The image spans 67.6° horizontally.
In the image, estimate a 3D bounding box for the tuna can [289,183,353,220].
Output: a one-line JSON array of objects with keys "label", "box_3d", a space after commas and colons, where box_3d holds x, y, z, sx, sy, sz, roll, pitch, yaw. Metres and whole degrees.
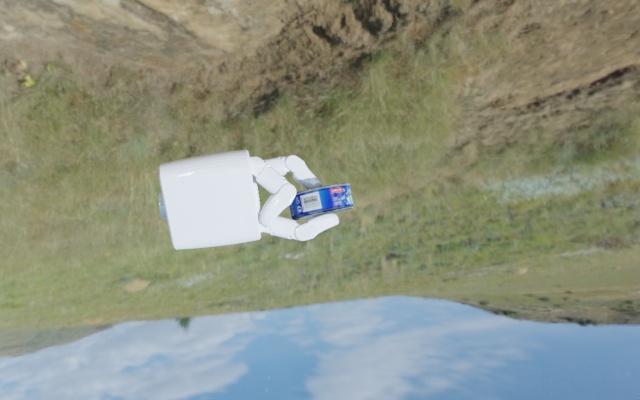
[{"label": "tuna can", "box_3d": [0.000, 0.003, 0.638, 0.086, 0.034, 0.086, -12, -4, -1]}]
